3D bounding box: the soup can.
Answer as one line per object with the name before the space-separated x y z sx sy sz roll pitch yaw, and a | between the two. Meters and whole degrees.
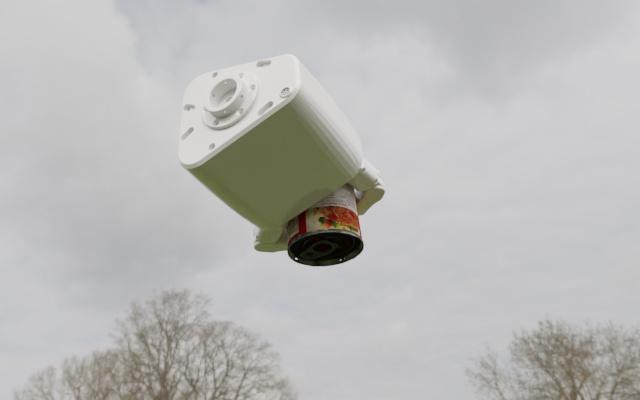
soup can | 0.000 0.001 0.447 0.068 0.102 0.068 -4 -32 -3
